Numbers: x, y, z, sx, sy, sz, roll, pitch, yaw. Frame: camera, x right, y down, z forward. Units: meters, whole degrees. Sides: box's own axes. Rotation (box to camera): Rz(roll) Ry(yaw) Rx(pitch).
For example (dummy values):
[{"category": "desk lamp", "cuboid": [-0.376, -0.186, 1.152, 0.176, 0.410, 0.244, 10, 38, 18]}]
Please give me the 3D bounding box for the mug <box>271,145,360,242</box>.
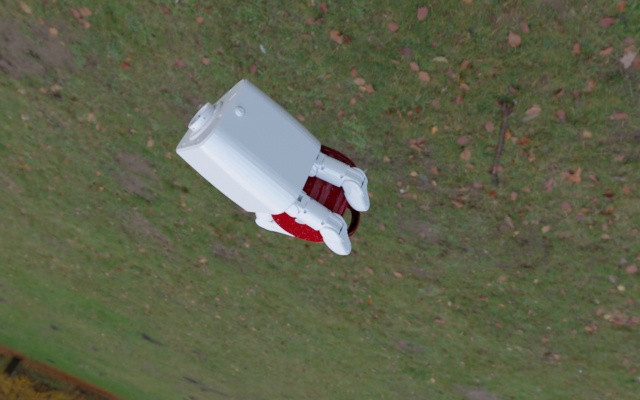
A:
[{"category": "mug", "cuboid": [0.001, 0.003, 0.565, 0.117, 0.081, 0.093, 40, -35, -25]}]
